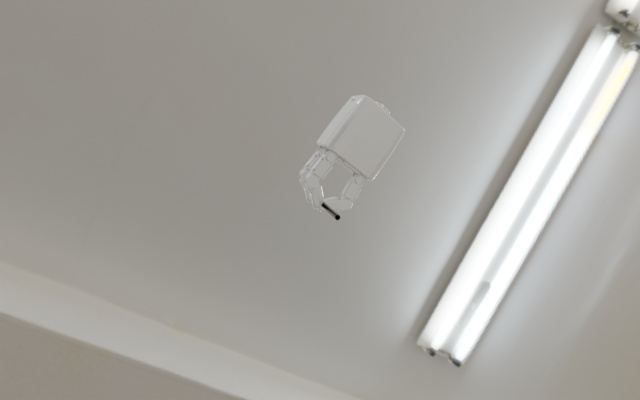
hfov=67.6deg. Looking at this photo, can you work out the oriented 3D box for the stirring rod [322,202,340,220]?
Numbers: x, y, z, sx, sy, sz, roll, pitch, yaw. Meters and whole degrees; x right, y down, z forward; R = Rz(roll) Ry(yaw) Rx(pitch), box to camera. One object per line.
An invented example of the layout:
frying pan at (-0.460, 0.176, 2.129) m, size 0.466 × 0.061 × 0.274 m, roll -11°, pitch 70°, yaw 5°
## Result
stirring rod at (0.000, 0.003, 0.811) m, size 0.011 × 0.011 × 0.239 m, roll 0°, pitch 11°, yaw -12°
